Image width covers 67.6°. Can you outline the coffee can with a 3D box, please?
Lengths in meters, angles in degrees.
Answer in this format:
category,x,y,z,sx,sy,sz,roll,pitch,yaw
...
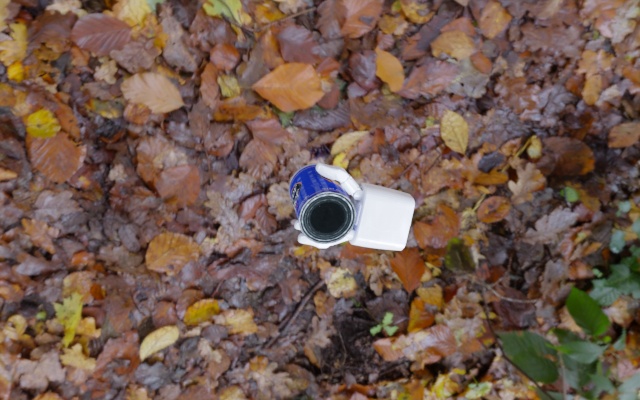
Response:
category,x,y,z,sx,sy,sz,roll,pitch,yaw
coffee can,0.000,0.003,0.890,0.103,0.103,0.140,0,25,-11
